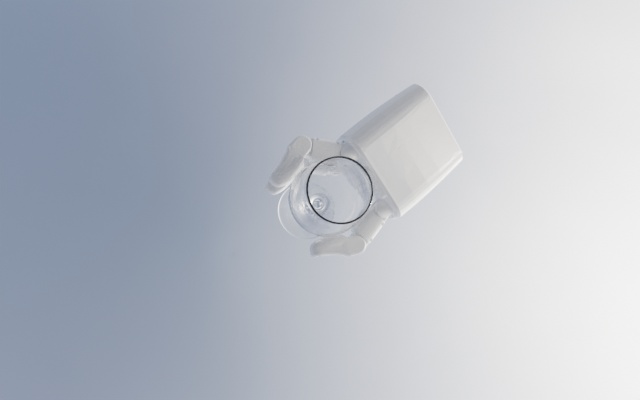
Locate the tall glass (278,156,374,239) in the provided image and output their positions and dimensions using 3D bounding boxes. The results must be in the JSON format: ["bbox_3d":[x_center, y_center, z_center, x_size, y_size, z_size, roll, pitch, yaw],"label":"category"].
[{"bbox_3d":[0.000,0.002,0.520,0.079,0.079,0.201,0,-6,-10],"label":"tall glass"}]
